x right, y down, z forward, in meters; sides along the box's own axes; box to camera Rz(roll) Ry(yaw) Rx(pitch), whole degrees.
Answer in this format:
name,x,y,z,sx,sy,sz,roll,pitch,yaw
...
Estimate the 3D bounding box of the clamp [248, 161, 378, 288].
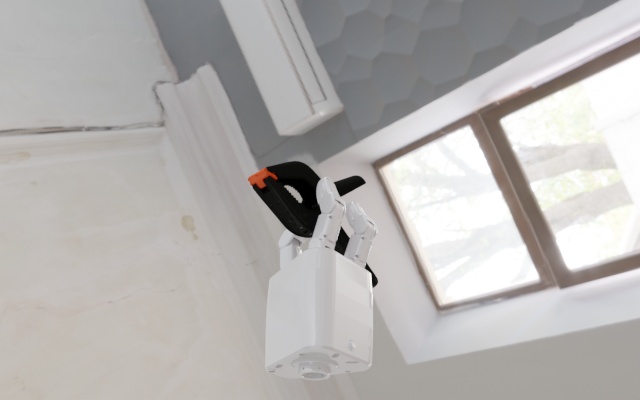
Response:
name,x,y,z,sx,sy,sz,roll,pitch,yaw
clamp,-0.001,0.002,0.586,0.036,0.164,0.210,-27,-44,32
